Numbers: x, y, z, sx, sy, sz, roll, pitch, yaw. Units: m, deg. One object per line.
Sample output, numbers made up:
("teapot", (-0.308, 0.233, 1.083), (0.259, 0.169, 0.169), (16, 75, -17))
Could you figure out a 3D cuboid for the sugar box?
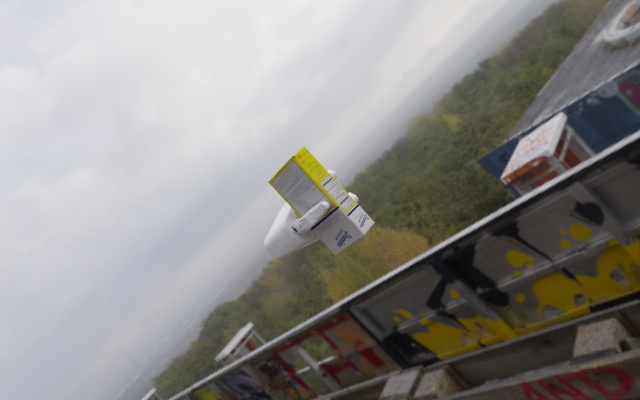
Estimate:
("sugar box", (0.000, 0.002, 0.811), (0.048, 0.176, 0.093), (-46, 4, -42))
